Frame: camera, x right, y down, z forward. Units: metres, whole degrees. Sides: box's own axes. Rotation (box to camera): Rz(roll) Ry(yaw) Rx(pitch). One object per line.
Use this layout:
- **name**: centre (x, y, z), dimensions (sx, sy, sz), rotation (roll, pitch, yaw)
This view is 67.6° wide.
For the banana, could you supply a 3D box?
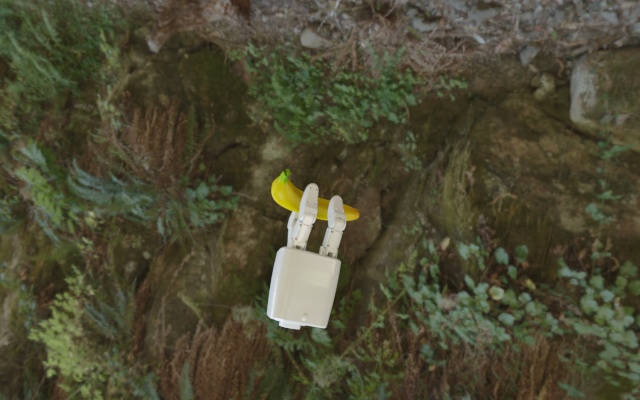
- **banana**: centre (-0.017, 0.003, 0.778), dimensions (0.069, 0.037, 0.198), rotation (-6, -22, 38)
